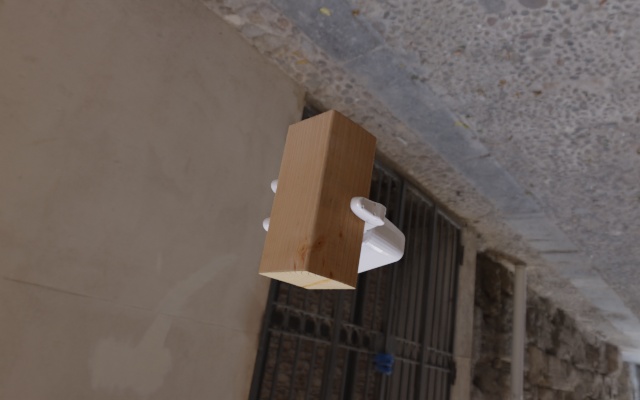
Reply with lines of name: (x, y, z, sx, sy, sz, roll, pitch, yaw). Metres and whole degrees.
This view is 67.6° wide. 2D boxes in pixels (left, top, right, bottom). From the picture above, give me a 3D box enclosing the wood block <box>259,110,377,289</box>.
wood block: (0.001, 0.002, 0.614, 0.091, 0.206, 0.090, -10, -27, 45)
